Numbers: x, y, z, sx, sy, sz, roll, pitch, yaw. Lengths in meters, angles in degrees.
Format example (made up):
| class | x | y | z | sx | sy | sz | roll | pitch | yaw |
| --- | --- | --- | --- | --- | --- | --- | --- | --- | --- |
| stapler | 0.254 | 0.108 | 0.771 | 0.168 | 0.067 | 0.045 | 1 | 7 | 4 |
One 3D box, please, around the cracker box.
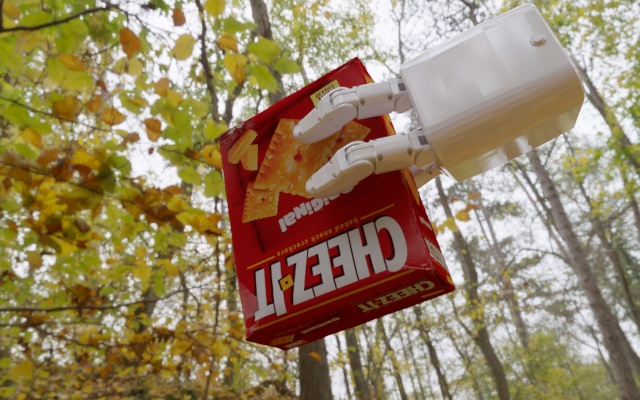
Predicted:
| class | x | y | z | sx | sy | sz | roll | pitch | yaw |
| --- | --- | --- | --- | --- | --- | --- | --- | --- | --- |
| cracker box | 0.000 | 0.001 | 0.425 | 0.164 | 0.213 | 0.072 | -25 | -32 | 19 |
